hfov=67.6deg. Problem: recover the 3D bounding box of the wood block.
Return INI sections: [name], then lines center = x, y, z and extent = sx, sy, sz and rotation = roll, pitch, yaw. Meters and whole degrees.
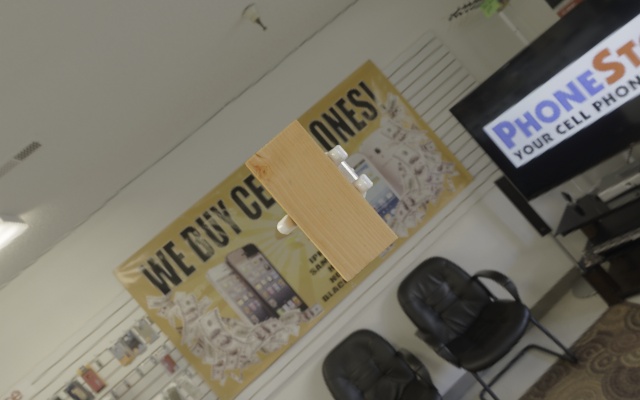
[wood block]
center = 0.000, 0.002, 0.664
extent = 0.091, 0.206, 0.090
rotation = -41, -1, -4
